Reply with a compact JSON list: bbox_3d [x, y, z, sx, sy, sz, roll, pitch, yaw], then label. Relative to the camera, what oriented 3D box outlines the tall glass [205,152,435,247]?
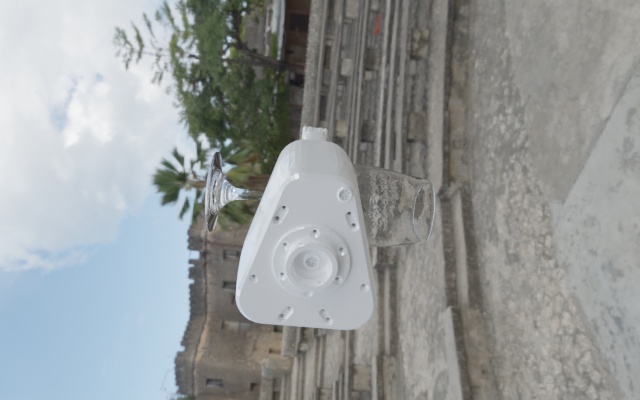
[{"bbox_3d":[-0.001,0.001,0.445,0.201,0.079,0.079,5,0,-4],"label":"tall glass"}]
